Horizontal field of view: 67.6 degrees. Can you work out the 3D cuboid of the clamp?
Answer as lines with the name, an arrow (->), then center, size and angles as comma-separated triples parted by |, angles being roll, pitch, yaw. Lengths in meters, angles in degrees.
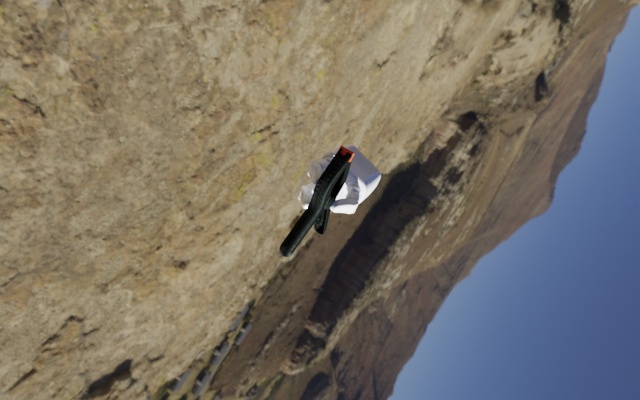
clamp -> 0.001, 0.003, 0.850 | 0.036, 0.210, 0.164 | 32, 29, 14
